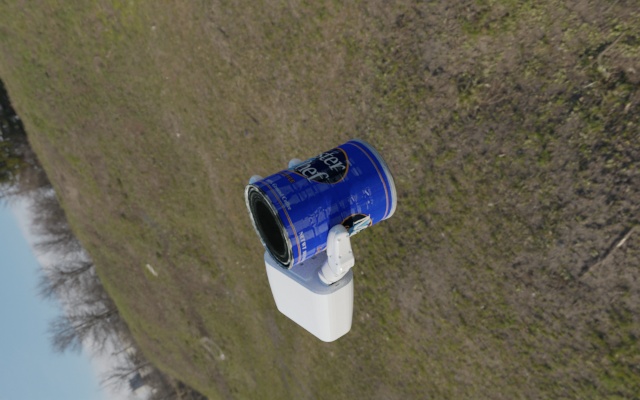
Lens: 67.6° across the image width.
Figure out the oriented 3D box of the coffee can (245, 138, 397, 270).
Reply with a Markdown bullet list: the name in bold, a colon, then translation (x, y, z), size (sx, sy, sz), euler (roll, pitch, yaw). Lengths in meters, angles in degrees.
- **coffee can**: translation (0.000, 0.002, 0.542), size (0.140, 0.103, 0.103), euler (-25, 10, -22)
